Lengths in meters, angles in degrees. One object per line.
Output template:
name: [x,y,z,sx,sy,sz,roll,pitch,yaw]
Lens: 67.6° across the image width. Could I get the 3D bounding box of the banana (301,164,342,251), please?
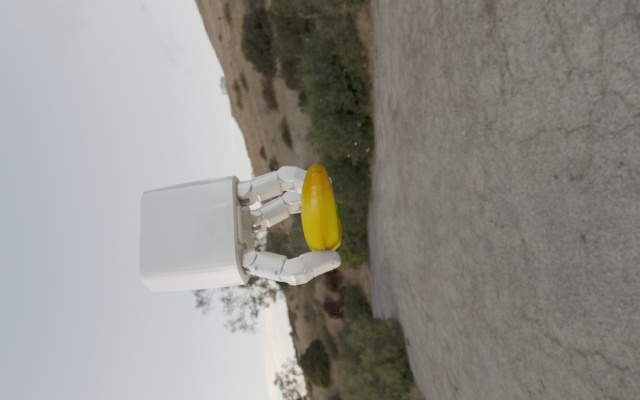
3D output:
banana: [0.001,0.021,0.503,0.037,0.069,0.198,-4,-12,4]
